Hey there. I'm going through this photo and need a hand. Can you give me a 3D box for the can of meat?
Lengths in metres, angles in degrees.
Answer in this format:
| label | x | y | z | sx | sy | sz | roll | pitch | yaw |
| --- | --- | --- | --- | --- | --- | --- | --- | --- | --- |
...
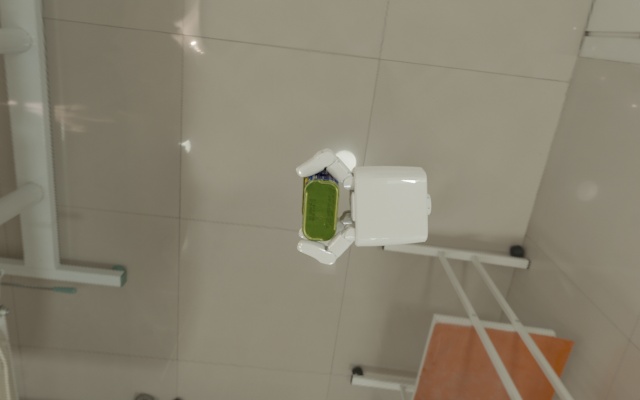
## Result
| label | x | y | z | sx | sy | sz | roll | pitch | yaw |
| --- | --- | --- | --- | --- | --- | --- | --- | --- | --- |
| can of meat | 0.000 | 0.002 | 0.731 | 0.057 | 0.102 | 0.084 | 3 | 20 | -2 |
